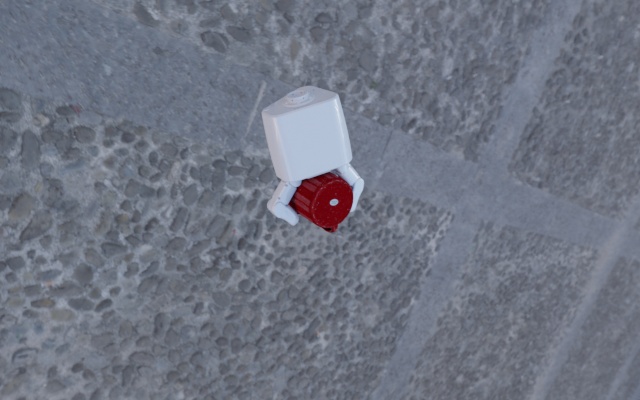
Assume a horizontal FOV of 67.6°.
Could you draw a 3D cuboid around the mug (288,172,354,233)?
[{"bbox_3d":[0.000,0.004,0.756,0.093,0.117,0.081,-29,34,-23],"label":"mug"}]
